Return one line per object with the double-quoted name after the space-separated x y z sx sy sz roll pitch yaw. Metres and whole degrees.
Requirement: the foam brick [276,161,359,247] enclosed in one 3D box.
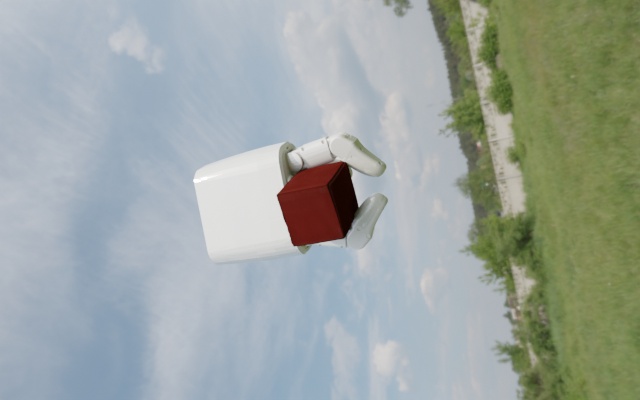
0.000 0.001 0.448 0.051 0.053 0.078 -10 17 18 "foam brick"
